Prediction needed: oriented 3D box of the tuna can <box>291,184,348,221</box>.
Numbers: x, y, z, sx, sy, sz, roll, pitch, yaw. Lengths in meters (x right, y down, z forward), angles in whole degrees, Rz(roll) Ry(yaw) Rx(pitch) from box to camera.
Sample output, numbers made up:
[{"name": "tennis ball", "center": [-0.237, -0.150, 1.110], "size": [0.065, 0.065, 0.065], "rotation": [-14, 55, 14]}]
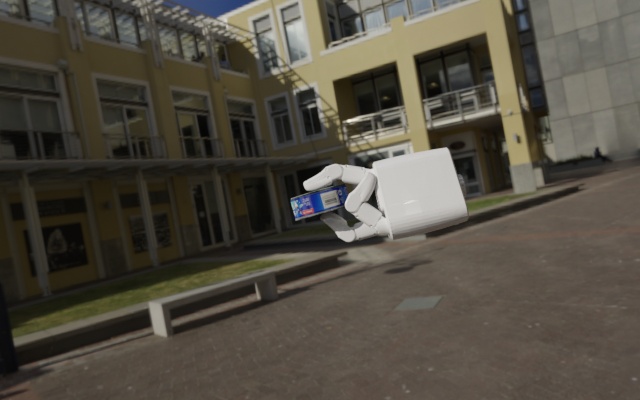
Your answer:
[{"name": "tuna can", "center": [0.000, 0.002, 0.702], "size": [0.086, 0.034, 0.086], "rotation": [-16, 0, 0]}]
